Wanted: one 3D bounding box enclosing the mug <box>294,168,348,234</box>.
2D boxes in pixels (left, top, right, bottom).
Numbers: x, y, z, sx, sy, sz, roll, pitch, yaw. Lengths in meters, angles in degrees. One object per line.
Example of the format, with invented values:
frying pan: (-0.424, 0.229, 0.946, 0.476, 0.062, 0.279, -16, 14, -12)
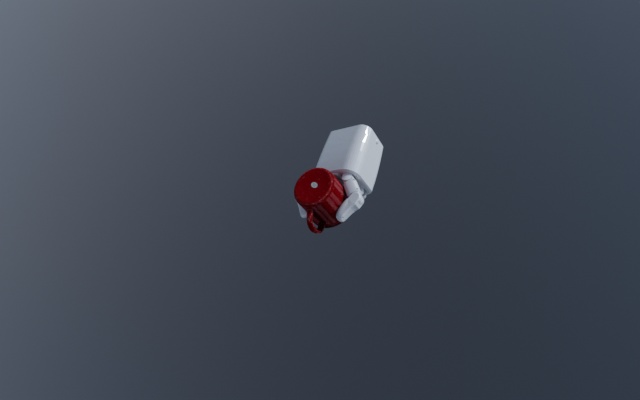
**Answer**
mug: (0.000, 0.004, 0.875, 0.093, 0.117, 0.081, 4, -26, 32)
